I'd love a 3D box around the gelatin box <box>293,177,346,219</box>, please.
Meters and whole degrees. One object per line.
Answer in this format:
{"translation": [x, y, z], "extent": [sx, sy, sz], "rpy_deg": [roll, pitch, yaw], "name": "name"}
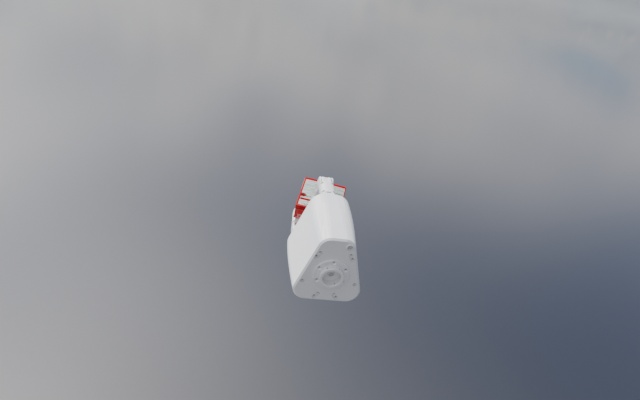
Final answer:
{"translation": [0.000, 0.002, 0.790], "extent": [0.073, 0.030, 0.089], "rpy_deg": [14, 35, 1], "name": "gelatin box"}
